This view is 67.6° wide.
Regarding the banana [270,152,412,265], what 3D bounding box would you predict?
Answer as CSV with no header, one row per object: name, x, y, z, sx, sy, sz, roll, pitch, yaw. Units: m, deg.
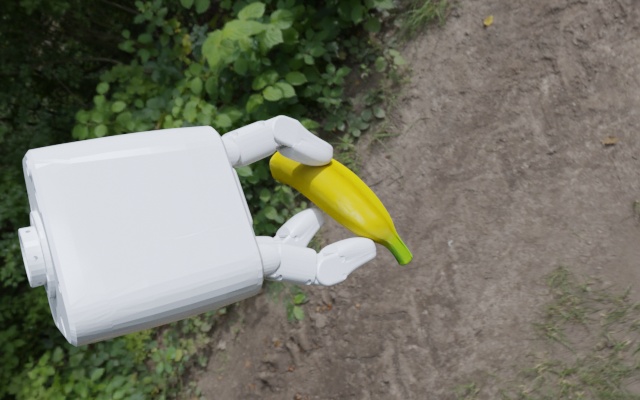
banana,-0.003,-0.012,0.409,0.037,0.070,0.197,-31,39,-18
